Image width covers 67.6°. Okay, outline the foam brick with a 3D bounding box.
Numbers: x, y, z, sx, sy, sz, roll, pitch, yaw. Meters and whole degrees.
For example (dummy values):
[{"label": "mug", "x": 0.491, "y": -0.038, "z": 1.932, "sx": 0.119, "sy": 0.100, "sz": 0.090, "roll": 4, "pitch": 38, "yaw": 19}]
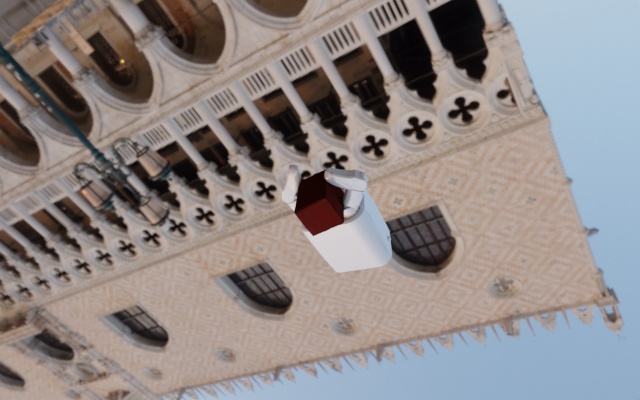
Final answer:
[{"label": "foam brick", "x": 0.000, "y": 0.002, "z": 0.682, "sx": 0.053, "sy": 0.051, "sz": 0.078, "roll": -24, "pitch": 30, "yaw": 19}]
